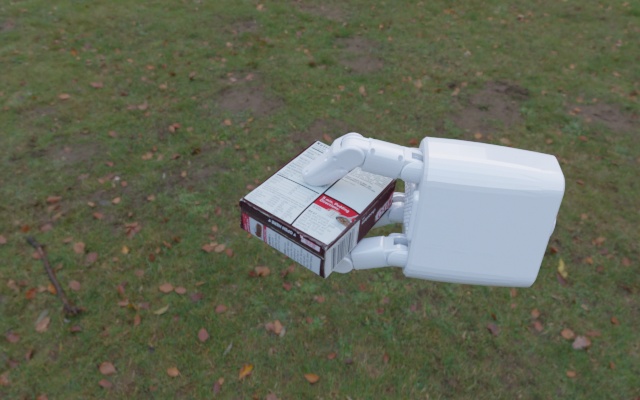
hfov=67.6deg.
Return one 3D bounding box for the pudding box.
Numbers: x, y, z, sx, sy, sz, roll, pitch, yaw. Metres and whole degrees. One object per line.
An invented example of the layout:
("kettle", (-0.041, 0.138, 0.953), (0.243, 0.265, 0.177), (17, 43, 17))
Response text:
("pudding box", (0.000, 0.001, 0.412), (0.090, 0.039, 0.113), (27, 45, 23))
